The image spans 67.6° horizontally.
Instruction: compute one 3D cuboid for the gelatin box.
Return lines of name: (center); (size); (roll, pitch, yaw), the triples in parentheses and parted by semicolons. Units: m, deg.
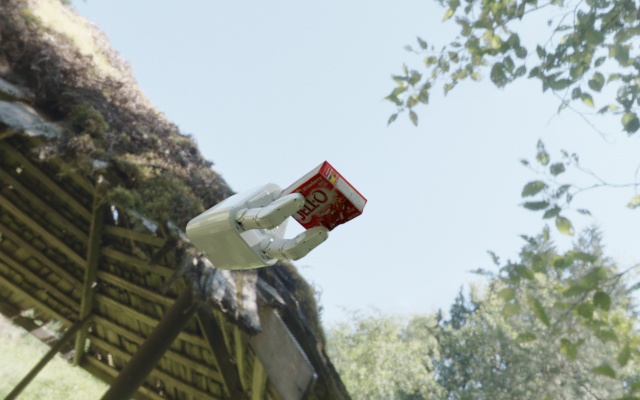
gelatin box: (0.000, 0.001, 0.581); (0.089, 0.073, 0.030); (-32, 21, 42)
